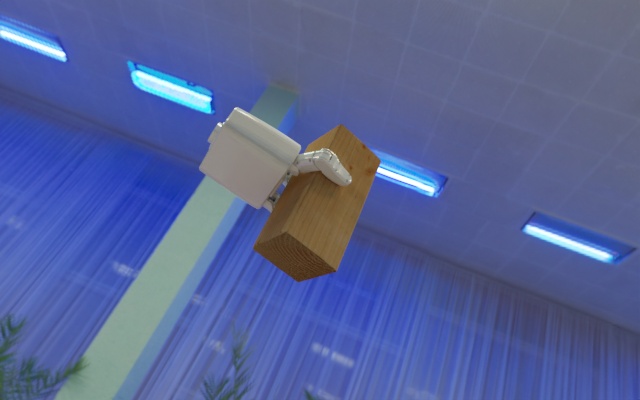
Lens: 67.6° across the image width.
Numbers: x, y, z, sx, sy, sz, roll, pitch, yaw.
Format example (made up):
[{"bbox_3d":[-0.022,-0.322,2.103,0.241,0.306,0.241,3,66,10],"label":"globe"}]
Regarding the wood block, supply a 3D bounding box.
[{"bbox_3d":[0.000,0.002,0.686,0.090,0.206,0.091,40,-37,-20],"label":"wood block"}]
